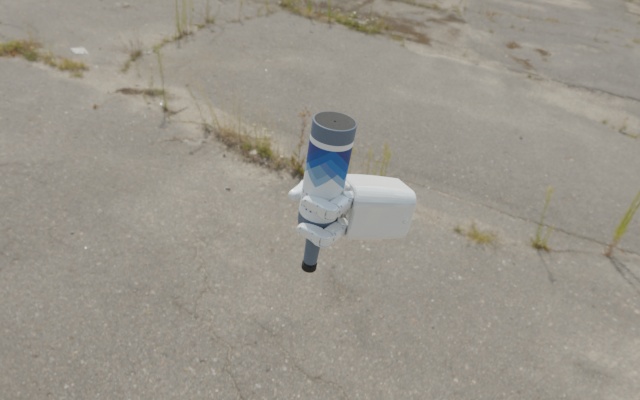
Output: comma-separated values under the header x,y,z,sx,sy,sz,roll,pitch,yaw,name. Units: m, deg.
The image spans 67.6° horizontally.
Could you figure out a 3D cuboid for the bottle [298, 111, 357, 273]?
x,y,z,sx,sy,sz,roll,pitch,yaw,name
0.000,0.002,0.785,0.069,0.296,0.069,7,34,-5,bottle
